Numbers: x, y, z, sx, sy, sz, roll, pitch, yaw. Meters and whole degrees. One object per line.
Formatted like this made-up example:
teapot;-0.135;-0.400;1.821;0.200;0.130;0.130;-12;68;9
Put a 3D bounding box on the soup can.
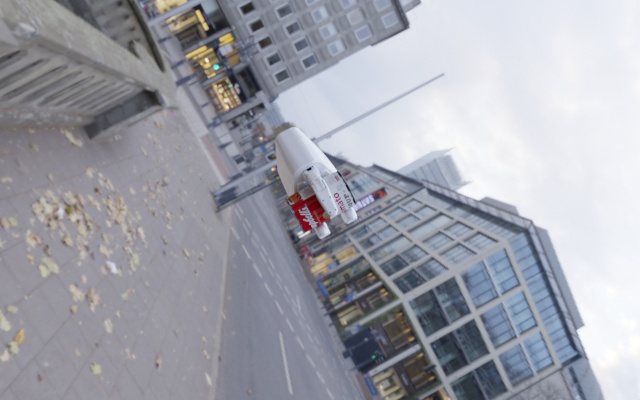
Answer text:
soup can;0.001;0.003;0.803;0.102;0.068;0.068;-29;2;-3
